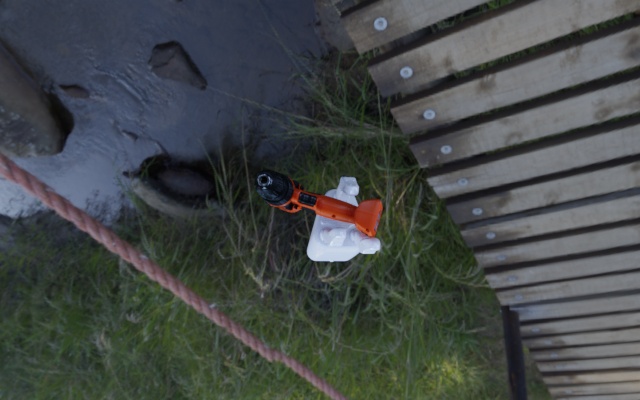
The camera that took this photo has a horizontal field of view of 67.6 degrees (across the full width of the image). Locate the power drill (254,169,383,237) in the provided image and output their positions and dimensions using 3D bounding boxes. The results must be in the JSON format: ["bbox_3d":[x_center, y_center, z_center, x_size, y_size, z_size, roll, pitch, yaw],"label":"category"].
[{"bbox_3d":[0.001,0.003,0.749,0.187,0.057,0.184,17,-4,12],"label":"power drill"}]
